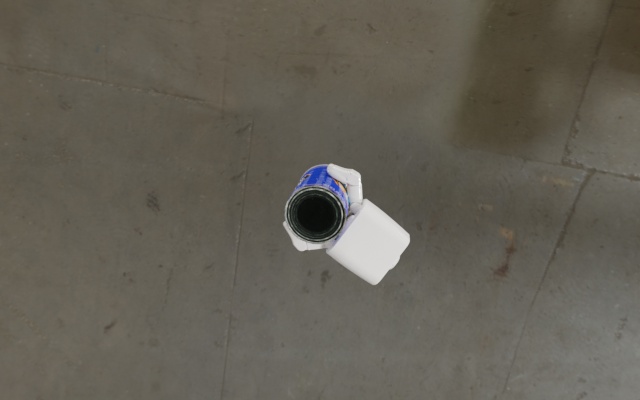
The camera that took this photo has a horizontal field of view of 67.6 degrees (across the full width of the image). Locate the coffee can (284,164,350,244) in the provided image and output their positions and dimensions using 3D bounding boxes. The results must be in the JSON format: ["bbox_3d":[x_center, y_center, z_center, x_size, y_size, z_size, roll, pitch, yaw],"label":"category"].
[{"bbox_3d":[0.000,0.003,0.841,0.103,0.103,0.140,0,18,8],"label":"coffee can"}]
